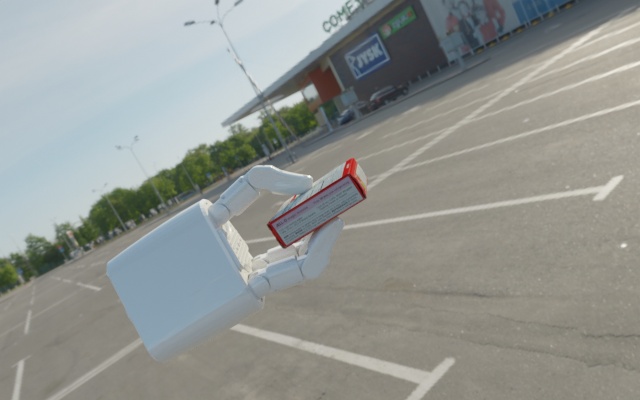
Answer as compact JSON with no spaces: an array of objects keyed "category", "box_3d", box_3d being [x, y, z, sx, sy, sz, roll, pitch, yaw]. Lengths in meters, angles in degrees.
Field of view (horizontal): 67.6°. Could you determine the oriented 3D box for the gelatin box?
[{"category":"gelatin box","box_3d":[0.000,0.001,0.440,0.089,0.030,0.073,-33,9,14]}]
